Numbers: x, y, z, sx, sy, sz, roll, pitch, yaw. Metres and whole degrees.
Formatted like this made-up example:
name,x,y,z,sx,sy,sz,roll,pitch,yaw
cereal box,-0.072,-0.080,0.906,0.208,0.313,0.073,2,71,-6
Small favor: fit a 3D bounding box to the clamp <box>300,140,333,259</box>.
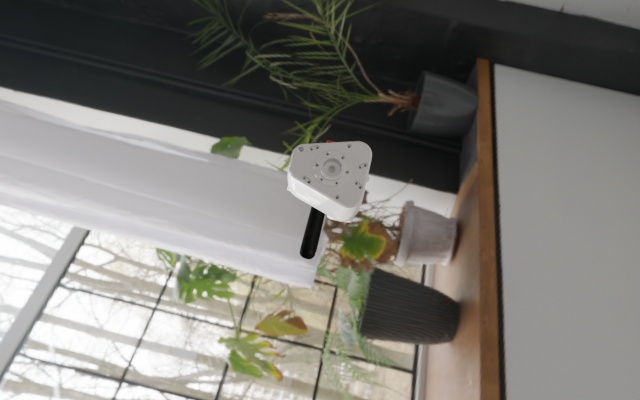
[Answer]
name,x,y,z,sx,sy,sz,roll,pitch,yaw
clamp,-0.001,0.002,0.826,0.036,0.210,0.164,13,-10,0
